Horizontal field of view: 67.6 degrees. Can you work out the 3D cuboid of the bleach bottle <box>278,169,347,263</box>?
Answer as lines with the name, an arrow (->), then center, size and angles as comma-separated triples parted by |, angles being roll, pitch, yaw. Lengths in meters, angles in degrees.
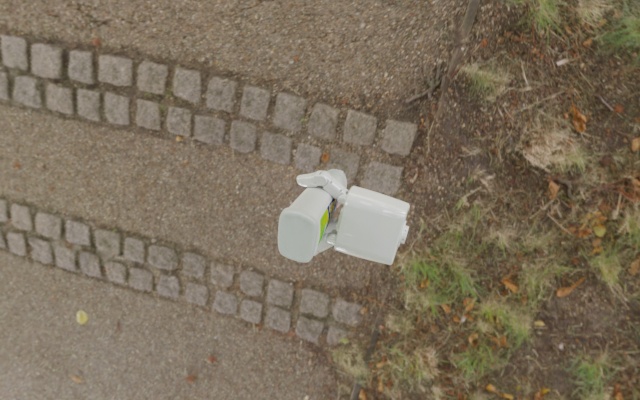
bleach bottle -> 0.000, 0.003, 0.873 | 0.068, 0.103, 0.250 | 16, 33, 12
